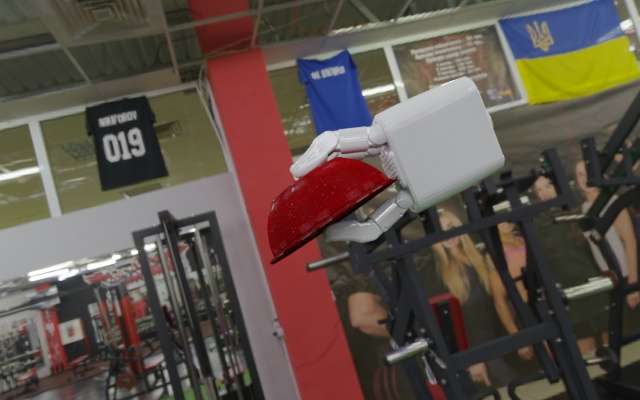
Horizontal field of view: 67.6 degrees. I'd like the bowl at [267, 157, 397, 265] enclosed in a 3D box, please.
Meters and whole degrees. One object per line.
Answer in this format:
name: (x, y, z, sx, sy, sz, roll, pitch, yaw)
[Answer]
bowl: (-0.001, 0.002, 0.509, 0.162, 0.055, 0.162, -35, -5, -3)
